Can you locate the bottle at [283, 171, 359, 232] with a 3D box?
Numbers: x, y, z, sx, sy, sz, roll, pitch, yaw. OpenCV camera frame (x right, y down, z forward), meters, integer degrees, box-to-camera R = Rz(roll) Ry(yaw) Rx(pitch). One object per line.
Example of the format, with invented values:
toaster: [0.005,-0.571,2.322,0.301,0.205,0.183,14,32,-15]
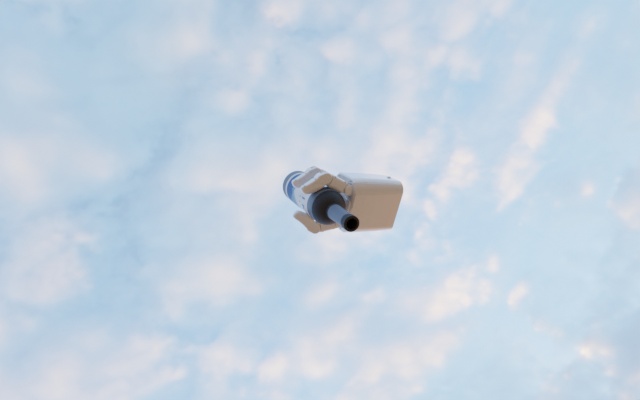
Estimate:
bottle: [0.000,0.003,0.896,0.069,0.069,0.295,0,14,-21]
